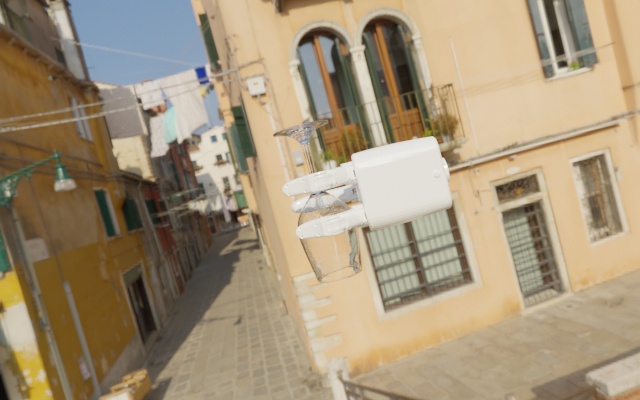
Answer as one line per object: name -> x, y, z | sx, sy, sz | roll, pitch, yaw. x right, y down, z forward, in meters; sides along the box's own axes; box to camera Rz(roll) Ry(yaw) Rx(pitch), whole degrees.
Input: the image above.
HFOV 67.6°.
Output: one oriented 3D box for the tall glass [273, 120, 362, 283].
tall glass -> 0.000, 0.001, 0.623 | 0.079, 0.201, 0.079 | -15, 3, 1
